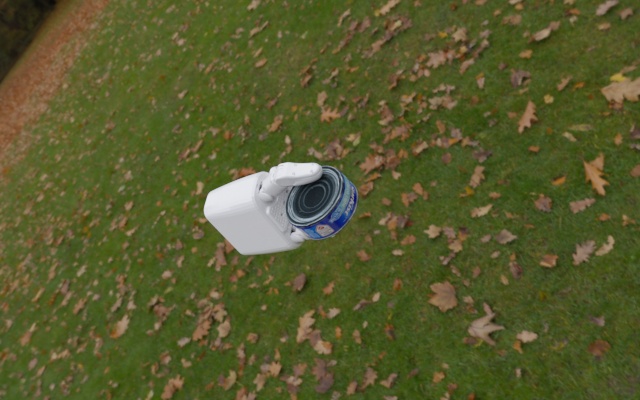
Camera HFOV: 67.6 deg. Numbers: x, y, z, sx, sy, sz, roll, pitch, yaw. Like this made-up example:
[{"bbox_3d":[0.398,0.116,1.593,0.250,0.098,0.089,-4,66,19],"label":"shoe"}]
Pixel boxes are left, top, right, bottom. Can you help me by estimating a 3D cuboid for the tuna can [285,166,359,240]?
[{"bbox_3d":[0.000,0.002,0.567,0.086,0.086,0.034,0,-31,41],"label":"tuna can"}]
